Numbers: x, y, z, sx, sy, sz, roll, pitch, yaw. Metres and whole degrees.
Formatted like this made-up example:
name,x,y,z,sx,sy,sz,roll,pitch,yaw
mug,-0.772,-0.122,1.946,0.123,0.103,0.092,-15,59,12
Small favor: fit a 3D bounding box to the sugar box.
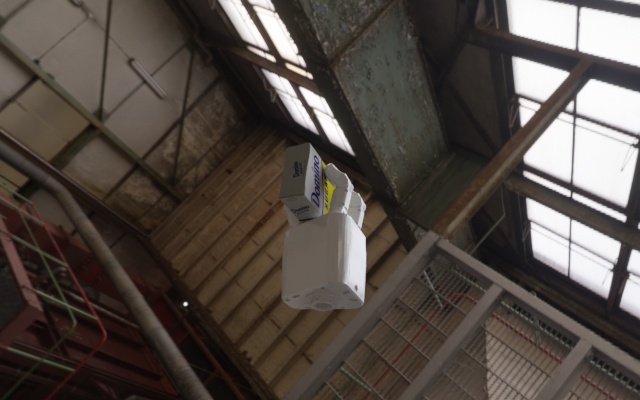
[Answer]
name,x,y,z,sx,sy,sz,roll,pitch,yaw
sugar box,0.001,0.002,0.732,0.048,0.093,0.176,-9,-35,21
